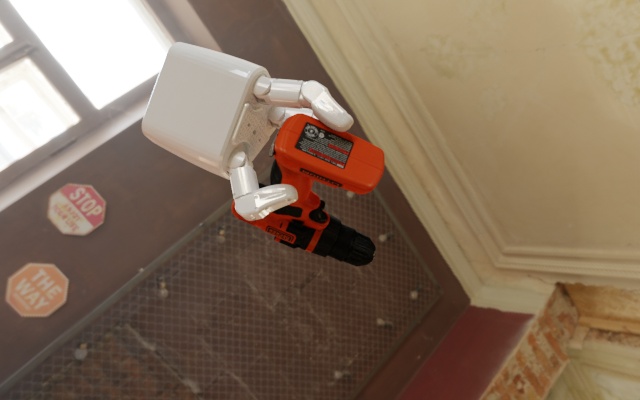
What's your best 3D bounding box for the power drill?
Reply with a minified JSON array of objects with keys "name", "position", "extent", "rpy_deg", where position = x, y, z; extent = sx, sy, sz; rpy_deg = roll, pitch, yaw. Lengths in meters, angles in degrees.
[{"name":"power drill","position":[0.000,0.001,0.521],"extent":[0.184,0.057,0.188],"rpy_deg":[22,-34,-5]}]
